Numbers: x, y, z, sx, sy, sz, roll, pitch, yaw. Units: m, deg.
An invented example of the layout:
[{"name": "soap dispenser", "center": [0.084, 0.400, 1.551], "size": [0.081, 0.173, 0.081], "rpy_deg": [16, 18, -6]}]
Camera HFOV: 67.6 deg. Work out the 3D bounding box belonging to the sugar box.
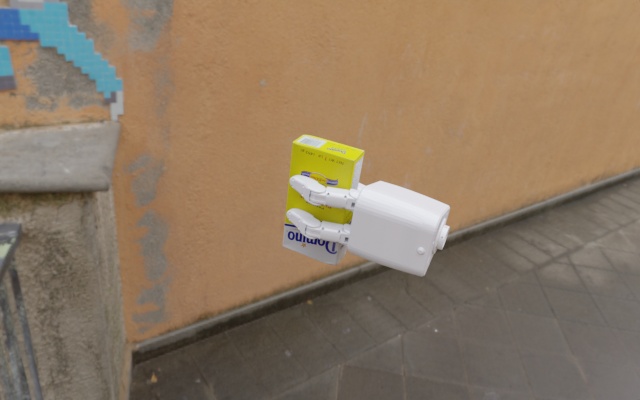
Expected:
[{"name": "sugar box", "center": [0.000, 0.002, 0.679], "size": [0.093, 0.176, 0.048], "rpy_deg": [19, 30, 18]}]
